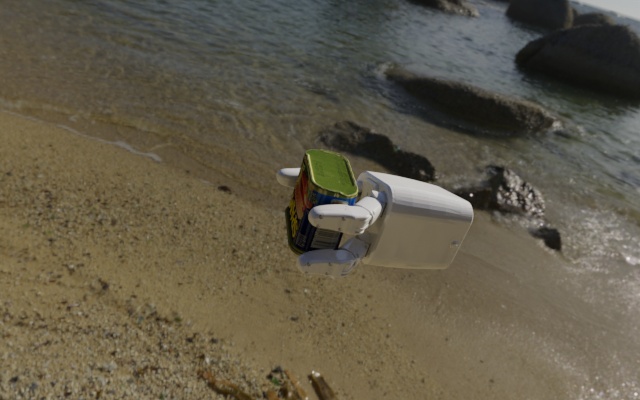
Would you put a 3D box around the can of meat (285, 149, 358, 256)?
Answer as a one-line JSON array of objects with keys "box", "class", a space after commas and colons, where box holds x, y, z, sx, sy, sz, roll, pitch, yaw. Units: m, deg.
[{"box": [0.000, 0.001, 0.524, 0.057, 0.084, 0.102, 11, 30, -14], "class": "can of meat"}]
